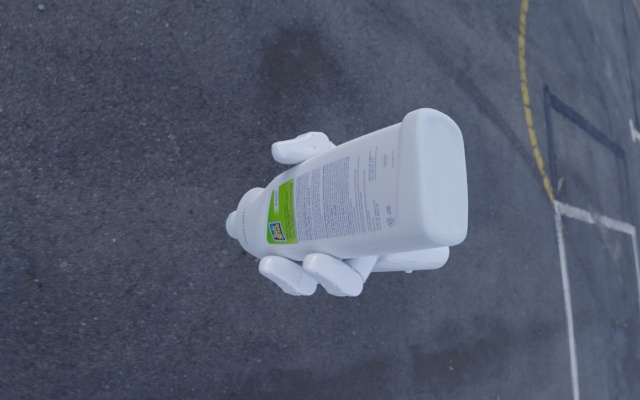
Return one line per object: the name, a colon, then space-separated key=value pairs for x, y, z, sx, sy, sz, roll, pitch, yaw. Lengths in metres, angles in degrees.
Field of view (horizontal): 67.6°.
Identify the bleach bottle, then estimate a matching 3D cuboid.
bleach bottle: x=0.000 y=0.001 z=0.423 sx=0.251 sy=0.102 sz=0.068 roll=-11 pitch=-15 yaw=44
